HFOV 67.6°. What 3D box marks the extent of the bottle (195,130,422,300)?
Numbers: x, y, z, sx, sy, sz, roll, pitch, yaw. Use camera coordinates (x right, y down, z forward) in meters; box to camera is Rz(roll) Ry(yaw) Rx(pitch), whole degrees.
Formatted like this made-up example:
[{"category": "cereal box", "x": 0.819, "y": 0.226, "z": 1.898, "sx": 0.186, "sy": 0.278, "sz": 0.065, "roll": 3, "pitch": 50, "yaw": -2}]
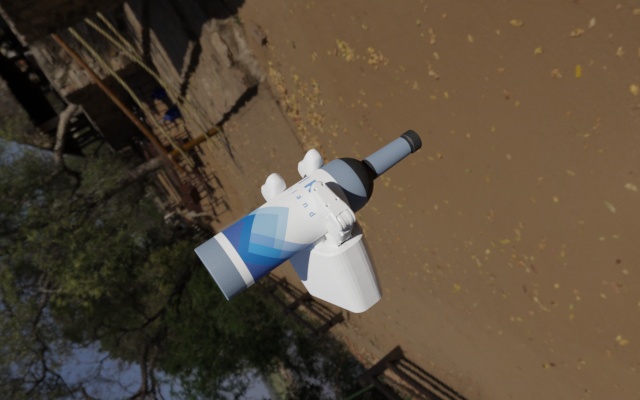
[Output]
[{"category": "bottle", "x": 0.000, "y": 0.002, "z": 0.554, "sx": 0.295, "sy": 0.069, "sz": 0.069, "roll": -34, "pitch": 11, "yaw": -16}]
